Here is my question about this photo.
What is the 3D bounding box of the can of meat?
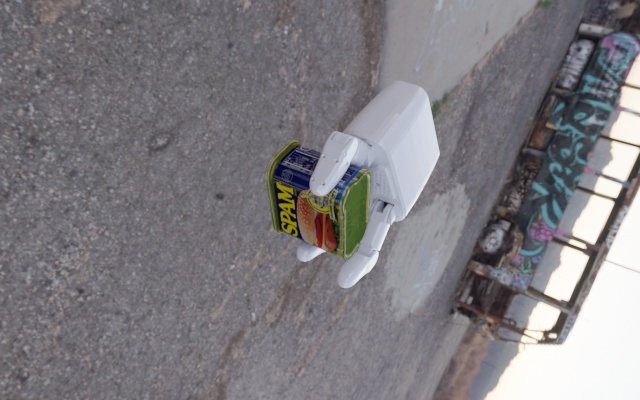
[{"bbox_3d":[0.000,0.002,0.467,0.084,0.102,0.057,22,49,23],"label":"can of meat"}]
